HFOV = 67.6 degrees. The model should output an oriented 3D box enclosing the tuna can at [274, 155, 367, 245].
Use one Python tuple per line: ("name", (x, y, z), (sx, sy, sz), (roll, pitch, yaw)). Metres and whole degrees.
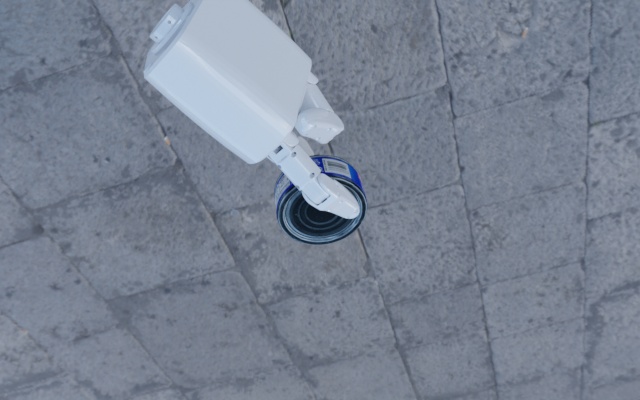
("tuna can", (0.000, 0.002, 0.448), (0.086, 0.086, 0.033), (0, 39, -10))
